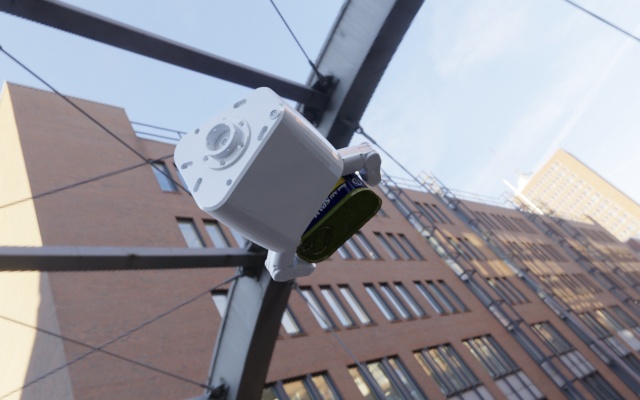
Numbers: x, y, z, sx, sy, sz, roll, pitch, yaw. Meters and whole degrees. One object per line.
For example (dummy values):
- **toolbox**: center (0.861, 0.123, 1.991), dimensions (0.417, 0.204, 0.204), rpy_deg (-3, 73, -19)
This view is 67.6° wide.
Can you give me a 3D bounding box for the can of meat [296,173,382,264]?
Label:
- **can of meat**: center (0.000, 0.001, 0.513), dimensions (0.057, 0.102, 0.084), rpy_deg (34, 15, -53)
